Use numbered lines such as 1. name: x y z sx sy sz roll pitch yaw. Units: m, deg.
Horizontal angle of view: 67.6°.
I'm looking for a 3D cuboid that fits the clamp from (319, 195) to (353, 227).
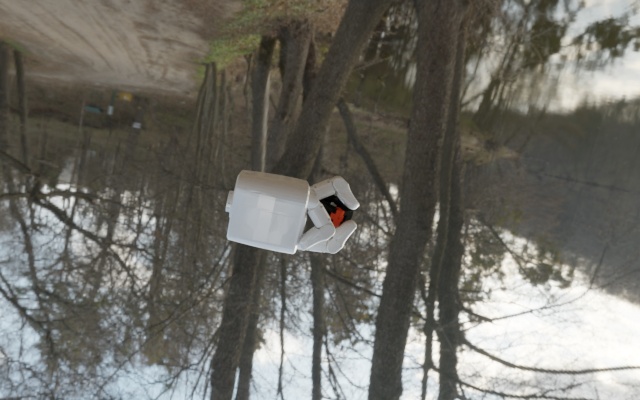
1. clamp: 0.000 0.003 0.808 0.120 0.039 0.171 11 9 -6
